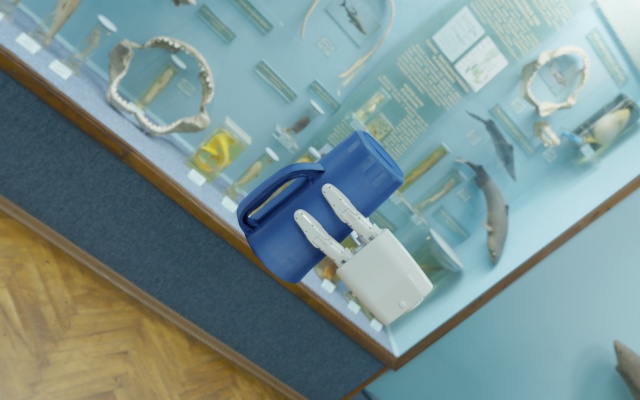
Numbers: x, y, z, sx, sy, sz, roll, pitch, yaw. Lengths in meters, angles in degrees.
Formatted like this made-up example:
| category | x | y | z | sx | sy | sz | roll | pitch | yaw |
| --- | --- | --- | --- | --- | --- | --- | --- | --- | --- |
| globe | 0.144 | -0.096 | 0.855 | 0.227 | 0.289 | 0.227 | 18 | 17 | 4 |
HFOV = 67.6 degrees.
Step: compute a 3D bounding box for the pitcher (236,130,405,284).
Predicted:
| category | x | y | z | sx | sy | sz | roll | pitch | yaw |
| --- | --- | --- | --- | --- | --- | --- | --- | --- | --- |
| pitcher | 0.000 | 0.003 | 0.734 | 0.243 | 0.145 | 0.149 | -42 | -6 | 15 |
